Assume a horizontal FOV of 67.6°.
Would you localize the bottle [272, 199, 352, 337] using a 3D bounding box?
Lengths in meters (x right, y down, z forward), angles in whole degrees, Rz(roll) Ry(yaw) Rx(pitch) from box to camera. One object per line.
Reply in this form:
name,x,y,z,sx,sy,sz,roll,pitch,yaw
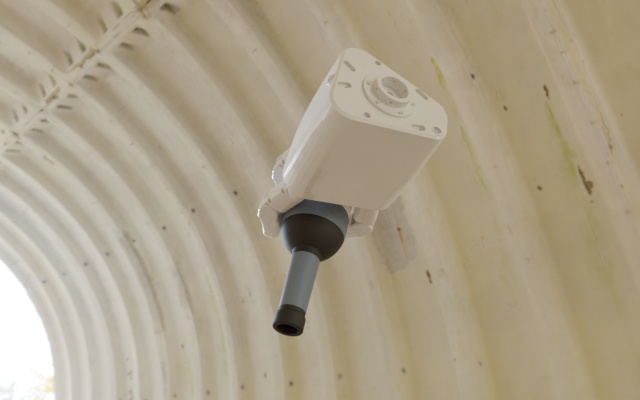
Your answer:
bottle,0.000,0.002,0.504,0.069,0.295,0.069,9,-40,7
